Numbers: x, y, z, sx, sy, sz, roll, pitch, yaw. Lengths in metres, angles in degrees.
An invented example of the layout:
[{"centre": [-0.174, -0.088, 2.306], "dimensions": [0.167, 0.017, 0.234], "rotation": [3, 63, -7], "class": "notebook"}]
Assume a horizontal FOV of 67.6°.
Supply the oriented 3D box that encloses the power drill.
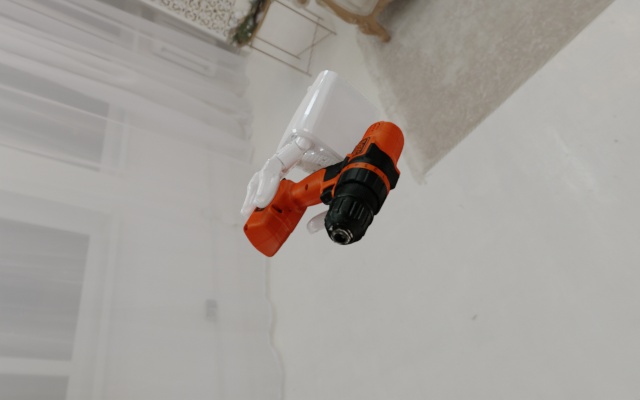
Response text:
[{"centre": [0.000, 0.002, 0.528], "dimensions": [0.188, 0.057, 0.184], "rotation": [-24, 23, 37], "class": "power drill"}]
